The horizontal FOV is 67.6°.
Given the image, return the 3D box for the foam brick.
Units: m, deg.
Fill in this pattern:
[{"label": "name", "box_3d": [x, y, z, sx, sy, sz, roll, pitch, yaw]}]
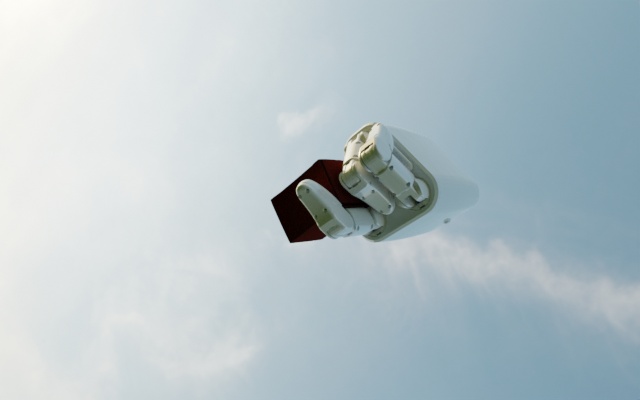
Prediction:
[{"label": "foam brick", "box_3d": [0.000, 0.002, 0.474, 0.078, 0.053, 0.051, -37, -21, 35]}]
